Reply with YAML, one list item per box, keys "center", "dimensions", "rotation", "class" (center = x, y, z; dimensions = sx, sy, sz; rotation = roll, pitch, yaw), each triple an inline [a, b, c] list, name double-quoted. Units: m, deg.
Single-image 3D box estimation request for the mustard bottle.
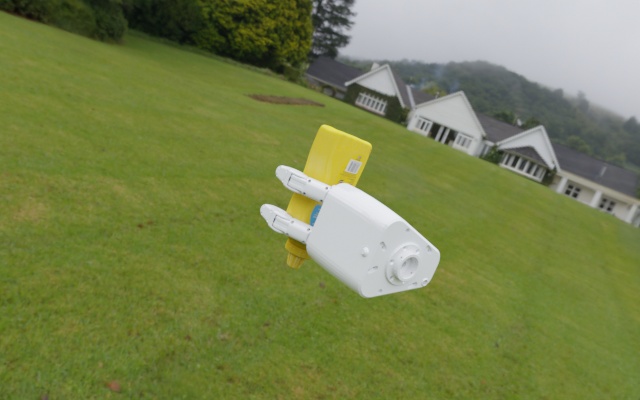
- center: [0.000, 0.002, 0.630]
  dimensions: [0.058, 0.191, 0.096]
  rotation: [27, 9, 28]
  class: "mustard bottle"
